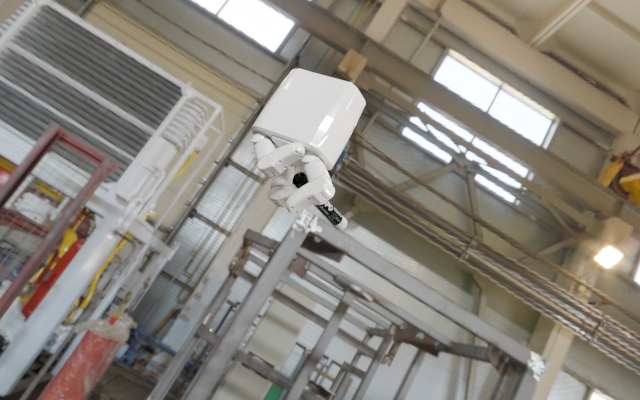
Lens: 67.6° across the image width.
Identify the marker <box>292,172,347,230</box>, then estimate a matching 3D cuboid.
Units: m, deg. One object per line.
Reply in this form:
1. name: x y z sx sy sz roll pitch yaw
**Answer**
1. marker: 0.000 0.002 0.607 0.020 0.020 0.121 0 -31 34
